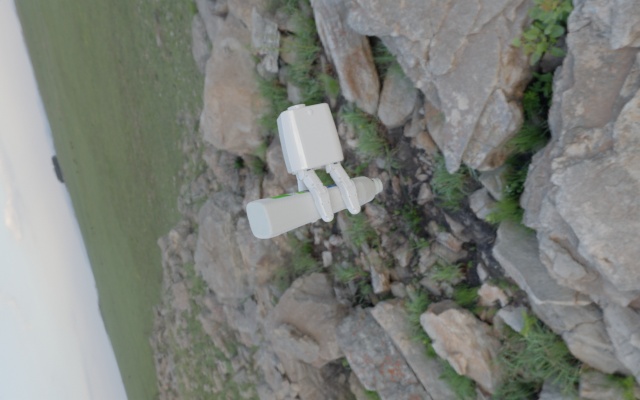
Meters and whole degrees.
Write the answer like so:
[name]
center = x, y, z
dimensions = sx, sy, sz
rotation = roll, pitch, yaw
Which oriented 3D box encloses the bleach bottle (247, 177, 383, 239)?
[bleach bottle]
center = 0.000, 0.003, 0.870
dimensions = 0.251, 0.068, 0.102
rotation = -16, 5, -27
